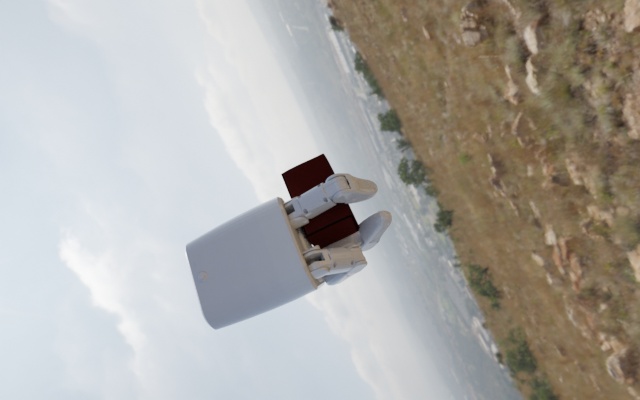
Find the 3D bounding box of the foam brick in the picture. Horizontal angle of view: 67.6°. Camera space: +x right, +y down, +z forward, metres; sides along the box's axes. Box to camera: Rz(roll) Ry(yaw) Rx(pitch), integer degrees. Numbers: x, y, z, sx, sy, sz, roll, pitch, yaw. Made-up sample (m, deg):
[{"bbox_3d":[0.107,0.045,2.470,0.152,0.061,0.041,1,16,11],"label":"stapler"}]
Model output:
[{"bbox_3d":[0.000,0.001,0.496,0.051,0.078,0.053,-25,-25,4],"label":"foam brick"}]
